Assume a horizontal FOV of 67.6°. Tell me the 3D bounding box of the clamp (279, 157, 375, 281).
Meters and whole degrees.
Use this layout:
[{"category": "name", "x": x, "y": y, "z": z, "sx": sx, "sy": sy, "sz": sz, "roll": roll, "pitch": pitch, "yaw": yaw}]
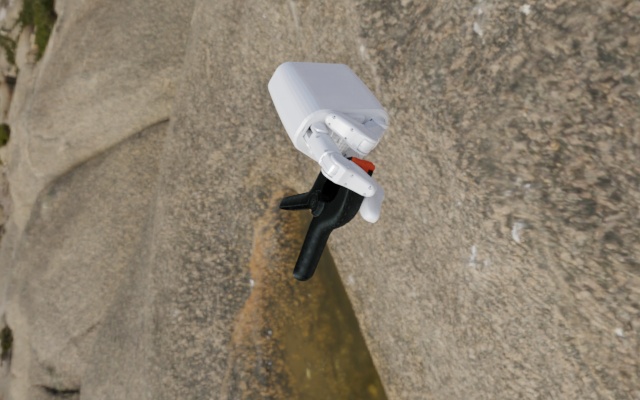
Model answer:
[{"category": "clamp", "x": 0.000, "y": 0.002, "z": 0.572, "sx": 0.039, "sy": 0.120, "sz": 0.171, "roll": 8, "pitch": -49, "yaw": -39}]
